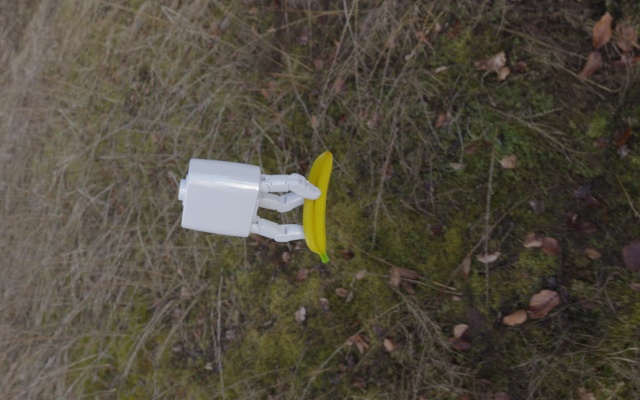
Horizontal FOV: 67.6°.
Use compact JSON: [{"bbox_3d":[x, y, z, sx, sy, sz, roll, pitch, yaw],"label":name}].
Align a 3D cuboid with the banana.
[{"bbox_3d":[-0.004,0.001,0.796,0.037,0.197,0.070,0,-16,14],"label":"banana"}]
